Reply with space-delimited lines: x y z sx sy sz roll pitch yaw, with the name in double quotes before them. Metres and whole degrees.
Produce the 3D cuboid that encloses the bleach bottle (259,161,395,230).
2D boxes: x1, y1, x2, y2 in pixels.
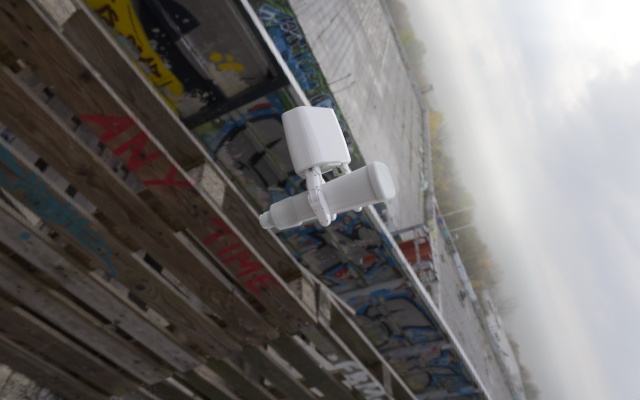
"bleach bottle" 0.000 0.003 0.846 0.251 0.068 0.102 -19 -5 21
